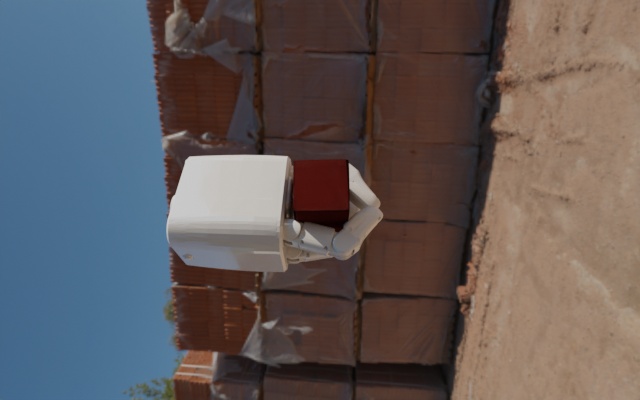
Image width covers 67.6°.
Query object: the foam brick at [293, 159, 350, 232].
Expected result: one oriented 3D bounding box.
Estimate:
[{"bbox_3d":[0.000,0.001,0.458,0.051,0.053,0.078,0,-25,-1],"label":"foam brick"}]
